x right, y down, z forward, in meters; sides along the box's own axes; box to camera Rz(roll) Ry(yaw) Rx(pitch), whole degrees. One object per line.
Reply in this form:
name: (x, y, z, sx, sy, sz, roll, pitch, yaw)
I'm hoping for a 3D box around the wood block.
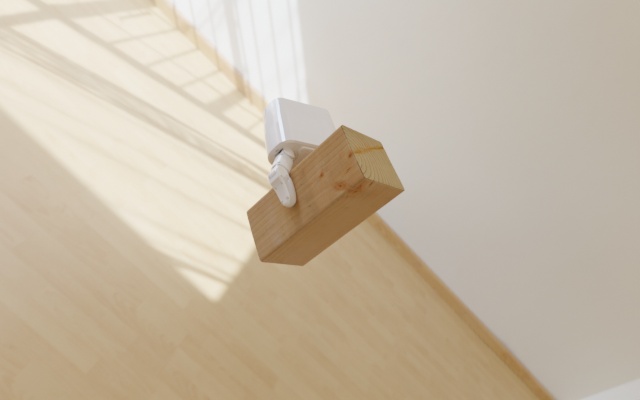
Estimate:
wood block: (0.000, 0.002, 0.671, 0.091, 0.090, 0.206, 15, -45, -46)
